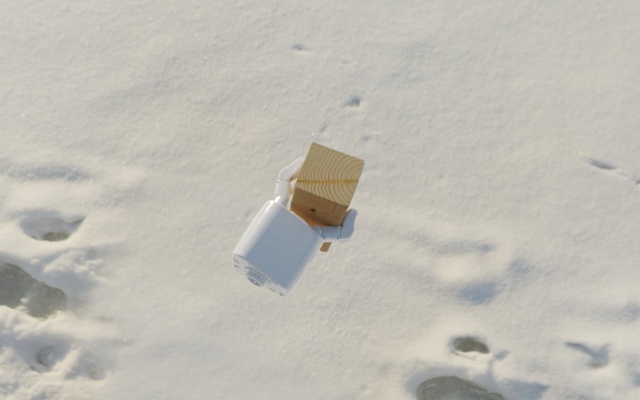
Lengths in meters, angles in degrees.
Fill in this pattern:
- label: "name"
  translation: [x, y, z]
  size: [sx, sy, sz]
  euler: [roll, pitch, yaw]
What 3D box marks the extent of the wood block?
- label: "wood block"
  translation: [0.000, 0.003, 0.823]
  size: [0.091, 0.090, 0.206]
  euler: [21, -27, 1]
